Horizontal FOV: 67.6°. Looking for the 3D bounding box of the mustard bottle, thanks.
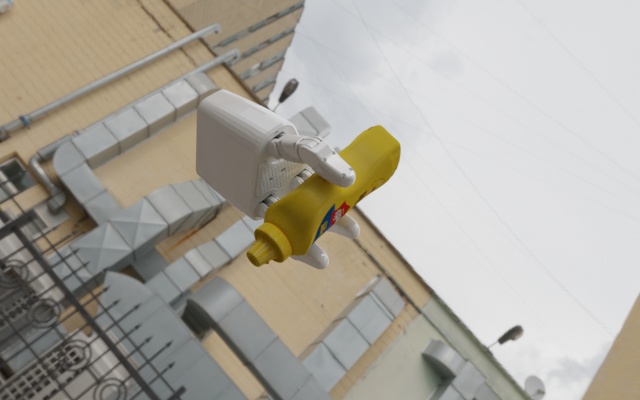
[{"bbox_3d":[0.001,0.002,0.491,0.191,0.058,0.096,-39,-10,-29],"label":"mustard bottle"}]
